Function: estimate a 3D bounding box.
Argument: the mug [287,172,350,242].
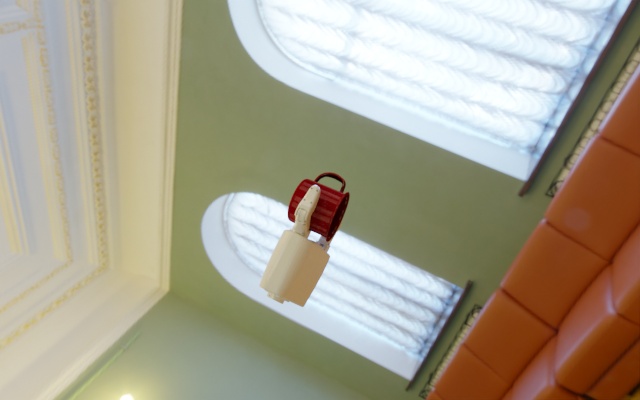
[{"bbox_3d":[0.001,0.001,0.829,0.081,0.117,0.093,23,-14,12],"label":"mug"}]
